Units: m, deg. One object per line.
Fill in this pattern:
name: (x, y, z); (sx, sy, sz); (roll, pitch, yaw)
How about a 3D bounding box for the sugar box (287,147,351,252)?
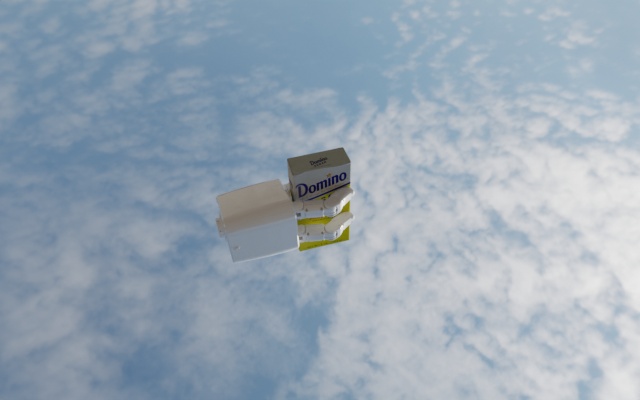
sugar box: (0.000, 0.003, 0.772); (0.093, 0.176, 0.048); (-13, 47, -10)
